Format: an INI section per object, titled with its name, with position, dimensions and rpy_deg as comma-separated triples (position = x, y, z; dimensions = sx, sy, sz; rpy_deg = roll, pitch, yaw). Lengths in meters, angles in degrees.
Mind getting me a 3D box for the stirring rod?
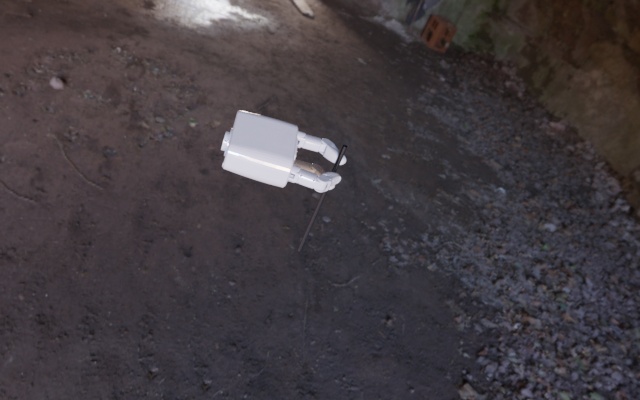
[stirring rod]
position = 0.000, 0.003, 0.853
dimensions = 0.011, 0.240, 0.011
rpy_deg = 16, 33, -11
